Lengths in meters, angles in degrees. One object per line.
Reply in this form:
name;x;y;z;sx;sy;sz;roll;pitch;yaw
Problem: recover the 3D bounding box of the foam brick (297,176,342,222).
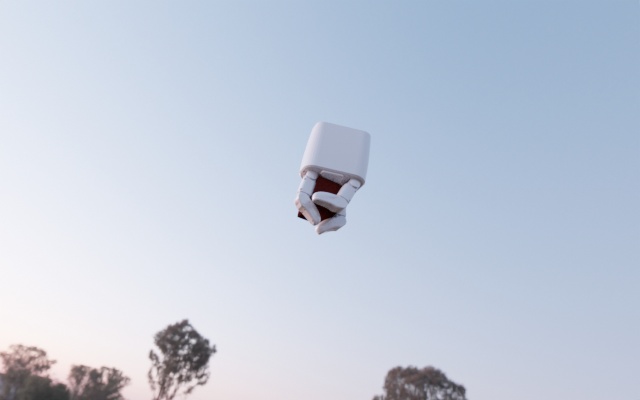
foam brick;0.000;0.003;0.855;0.053;0.051;0.078;22;-31;-15
